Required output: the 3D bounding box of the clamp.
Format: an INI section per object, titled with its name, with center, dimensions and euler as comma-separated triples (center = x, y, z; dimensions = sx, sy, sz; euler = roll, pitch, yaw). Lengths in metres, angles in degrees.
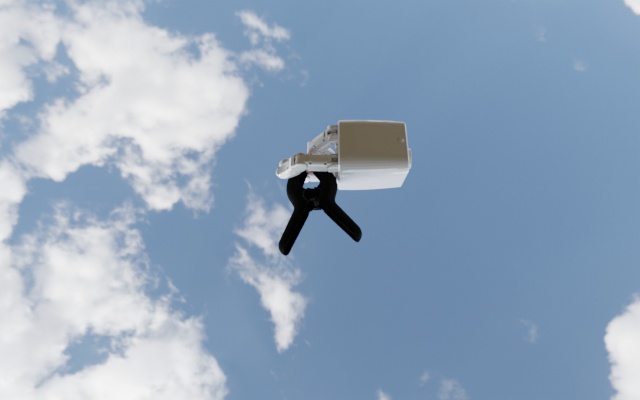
[clamp]
center = 0.000, 0.003, 0.721
dimensions = 0.120, 0.171, 0.039
euler = 0, -30, 2
